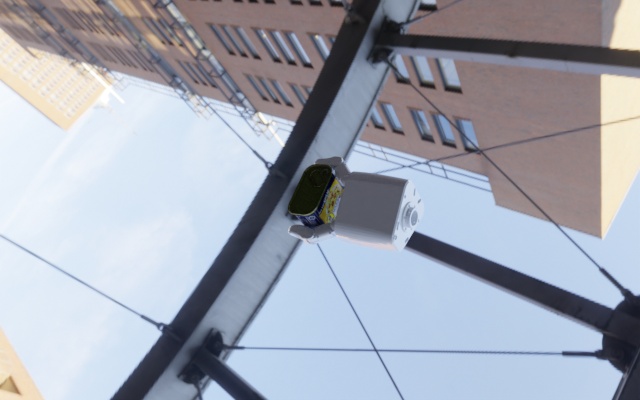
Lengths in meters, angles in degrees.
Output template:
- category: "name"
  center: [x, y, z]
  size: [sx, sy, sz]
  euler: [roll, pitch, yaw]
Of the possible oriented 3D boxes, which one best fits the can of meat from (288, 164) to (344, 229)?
- category: "can of meat"
  center: [0.000, 0.003, 0.823]
  size: [0.057, 0.102, 0.084]
  euler: [6, -30, 34]
